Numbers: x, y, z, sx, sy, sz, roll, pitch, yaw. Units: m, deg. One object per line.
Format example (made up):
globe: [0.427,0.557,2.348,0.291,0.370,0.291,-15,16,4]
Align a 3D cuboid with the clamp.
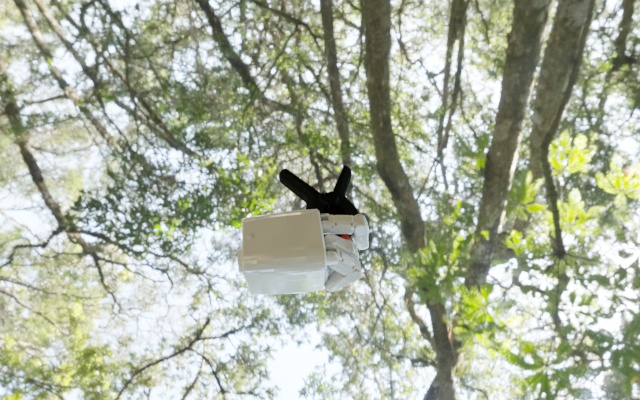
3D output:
clamp: [0.000,0.003,0.725,0.120,0.039,0.171,-3,40,-7]
